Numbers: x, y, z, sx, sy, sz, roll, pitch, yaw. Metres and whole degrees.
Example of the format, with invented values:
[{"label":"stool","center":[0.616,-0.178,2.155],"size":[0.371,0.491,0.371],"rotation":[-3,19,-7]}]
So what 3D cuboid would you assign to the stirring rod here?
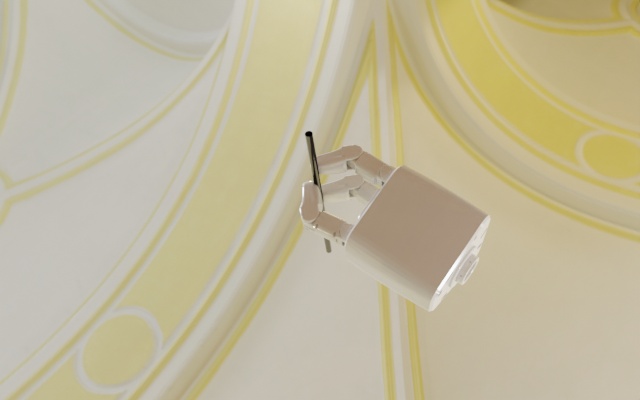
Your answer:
[{"label":"stirring rod","center":[0.000,0.002,0.577],"size":[0.011,0.011,0.240],"rotation":[0,-35,7]}]
